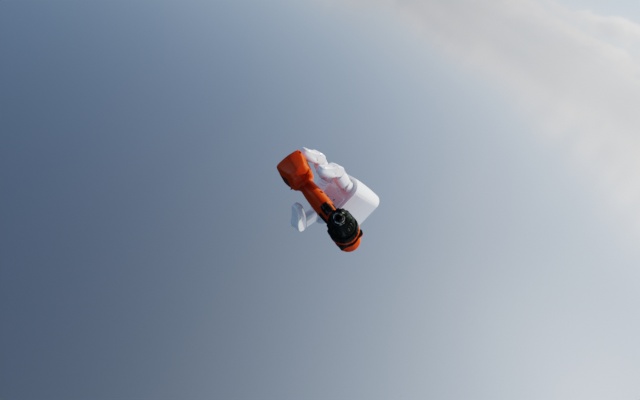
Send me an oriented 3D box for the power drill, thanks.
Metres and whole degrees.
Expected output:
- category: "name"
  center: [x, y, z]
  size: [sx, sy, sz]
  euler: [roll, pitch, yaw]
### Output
- category: "power drill"
  center: [0.000, 0.002, 0.834]
  size: [0.057, 0.187, 0.184]
  euler: [-36, -18, -5]
